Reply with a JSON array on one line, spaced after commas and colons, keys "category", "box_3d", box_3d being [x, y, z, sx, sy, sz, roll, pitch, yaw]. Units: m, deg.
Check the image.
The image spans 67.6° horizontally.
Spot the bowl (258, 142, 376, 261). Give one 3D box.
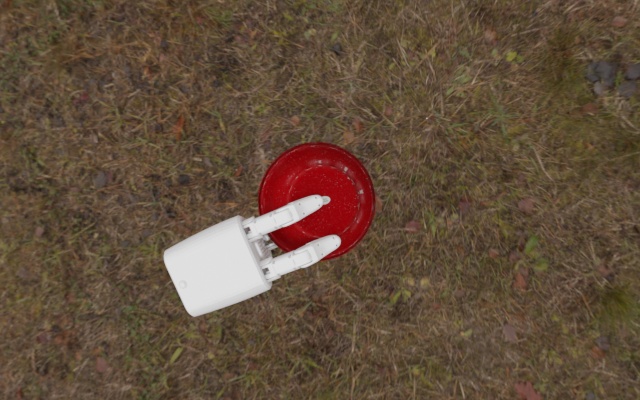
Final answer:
[{"category": "bowl", "box_3d": [0.001, 0.001, 0.621, 0.162, 0.162, 0.055, 0, 1, -9]}]
